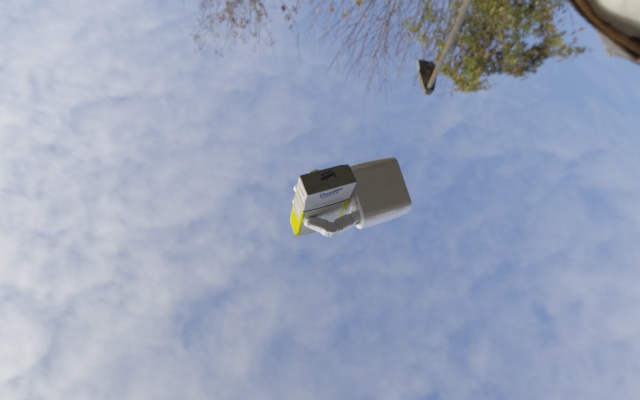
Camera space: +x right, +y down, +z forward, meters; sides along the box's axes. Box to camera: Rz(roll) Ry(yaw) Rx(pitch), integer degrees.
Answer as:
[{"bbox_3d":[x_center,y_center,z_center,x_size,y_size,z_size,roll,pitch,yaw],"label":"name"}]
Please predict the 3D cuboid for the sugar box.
[{"bbox_3d":[0.000,0.002,0.864,0.093,0.048,0.176,-15,-26,-17],"label":"sugar box"}]
